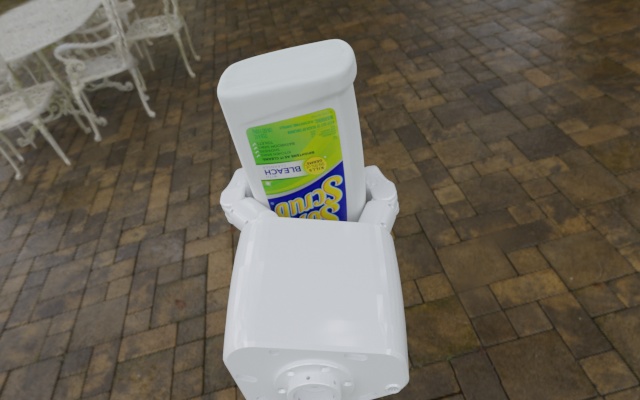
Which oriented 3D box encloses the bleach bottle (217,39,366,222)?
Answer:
[{"bbox_3d":[0.000,0.001,0.408,0.102,0.251,0.068,-10,38,8],"label":"bleach bottle"}]
